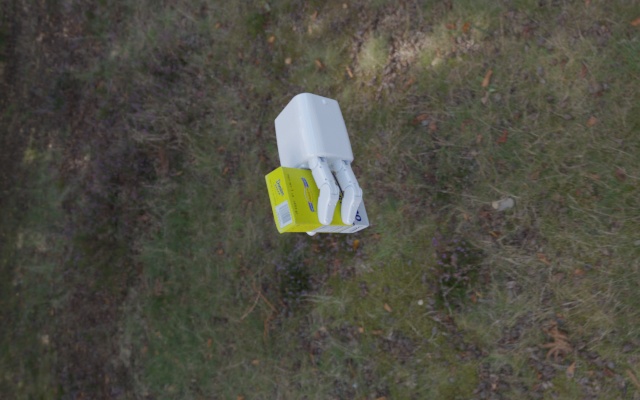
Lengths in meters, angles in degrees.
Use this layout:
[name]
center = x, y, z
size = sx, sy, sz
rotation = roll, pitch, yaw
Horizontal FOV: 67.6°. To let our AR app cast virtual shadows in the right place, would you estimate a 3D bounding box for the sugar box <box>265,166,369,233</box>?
[sugar box]
center = 0.000, 0.002, 0.755
size = 0.176, 0.093, 0.048
rotation = 2, -22, -45
